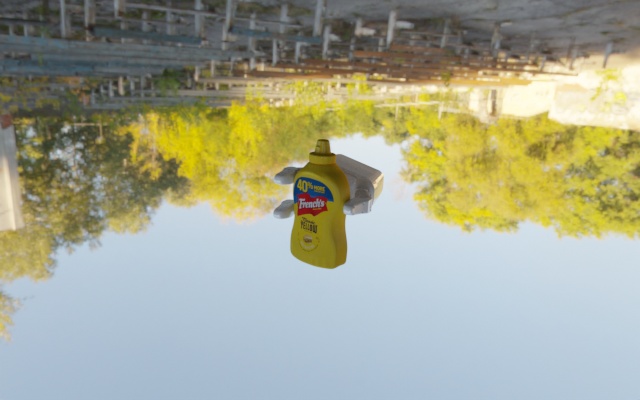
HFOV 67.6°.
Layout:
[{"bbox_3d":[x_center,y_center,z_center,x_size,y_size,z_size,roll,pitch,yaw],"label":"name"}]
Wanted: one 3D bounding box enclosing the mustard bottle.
[{"bbox_3d":[0.000,0.003,0.730,0.096,0.192,0.058,16,20,39],"label":"mustard bottle"}]
